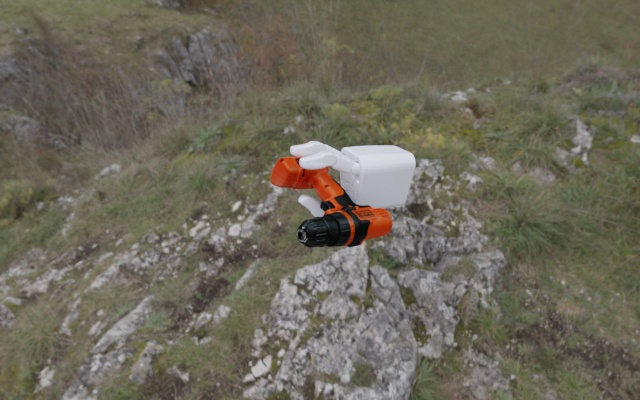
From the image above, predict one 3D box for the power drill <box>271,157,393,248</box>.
[{"bbox_3d":[0.000,0.002,0.758,0.184,0.057,0.187,-4,40,-44],"label":"power drill"}]
